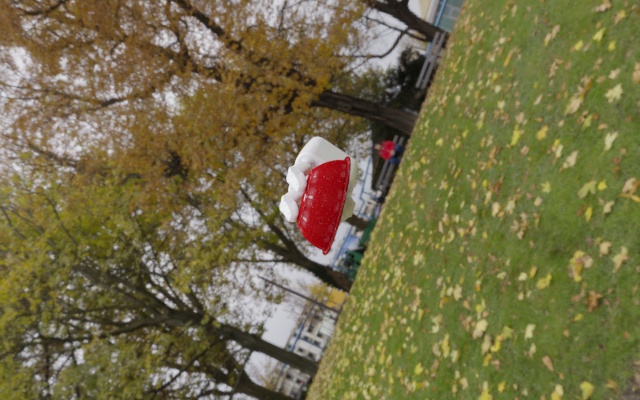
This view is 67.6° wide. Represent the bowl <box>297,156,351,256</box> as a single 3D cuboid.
[{"bbox_3d":[0.000,0.003,0.751,0.055,0.162,0.162,14,-2,-6],"label":"bowl"}]
